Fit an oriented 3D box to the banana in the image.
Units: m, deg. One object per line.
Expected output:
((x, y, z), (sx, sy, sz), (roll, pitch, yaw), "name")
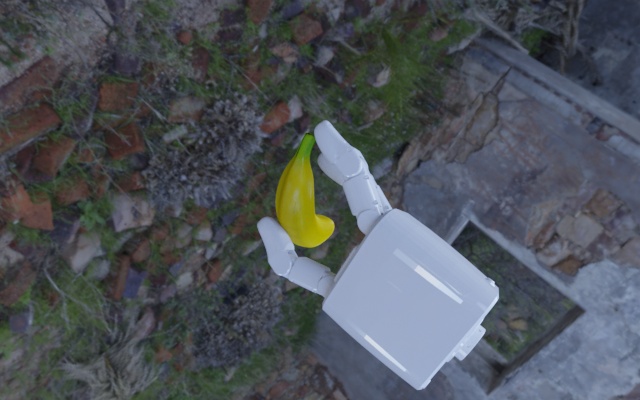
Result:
((-0.013, 0.013, 0.488), (0.037, 0.069, 0.198), (37, -17, 20), "banana")
